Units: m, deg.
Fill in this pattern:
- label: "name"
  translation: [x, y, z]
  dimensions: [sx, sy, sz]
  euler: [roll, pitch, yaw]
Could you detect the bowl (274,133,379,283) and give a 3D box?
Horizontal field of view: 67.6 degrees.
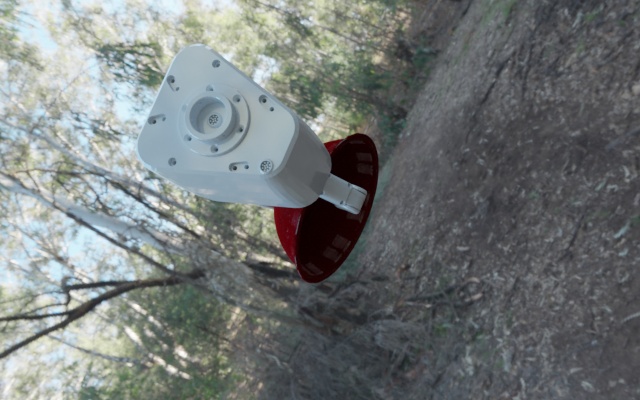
- label: "bowl"
  translation: [0.000, 0.002, 0.502]
  dimensions: [0.055, 0.162, 0.162]
  euler: [21, 10, 27]
